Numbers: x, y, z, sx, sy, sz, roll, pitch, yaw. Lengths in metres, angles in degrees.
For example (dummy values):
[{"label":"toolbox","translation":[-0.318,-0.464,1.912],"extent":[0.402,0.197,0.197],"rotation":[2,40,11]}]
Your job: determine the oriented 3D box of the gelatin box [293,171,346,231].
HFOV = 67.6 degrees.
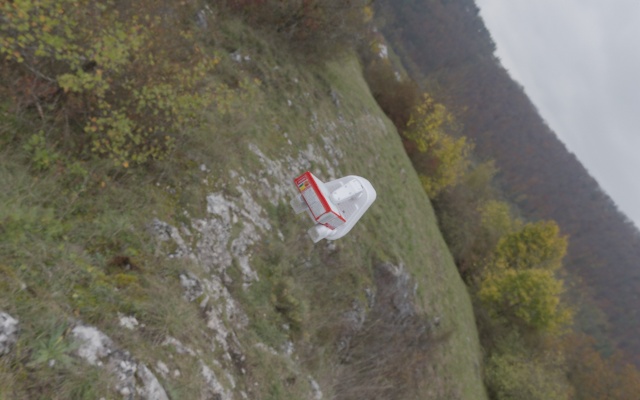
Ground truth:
[{"label":"gelatin box","translation":[0.000,0.002,0.725],"extent":[0.030,0.073,0.089],"rotation":[-32,-20,8]}]
